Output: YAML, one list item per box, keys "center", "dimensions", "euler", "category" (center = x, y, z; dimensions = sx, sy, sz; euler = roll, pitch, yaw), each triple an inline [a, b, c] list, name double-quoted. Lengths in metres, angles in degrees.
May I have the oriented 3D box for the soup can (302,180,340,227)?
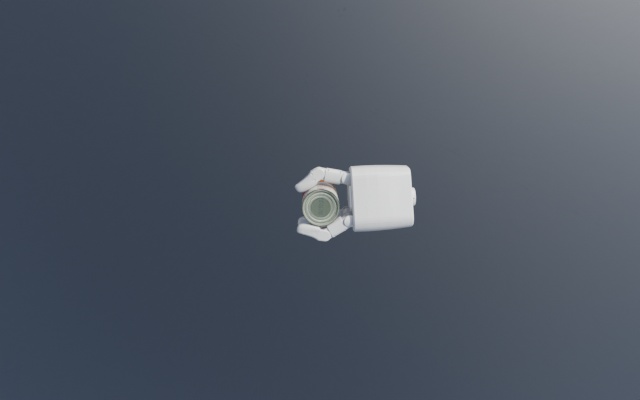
- center: [0.000, 0.003, 0.870]
  dimensions: [0.068, 0.068, 0.102]
  euler: [0, 12, -1]
  category: "soup can"
